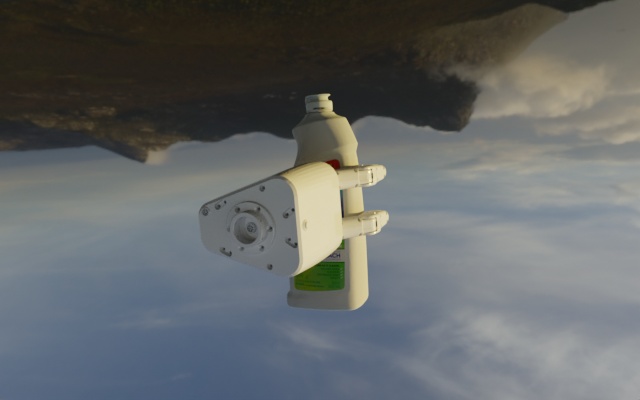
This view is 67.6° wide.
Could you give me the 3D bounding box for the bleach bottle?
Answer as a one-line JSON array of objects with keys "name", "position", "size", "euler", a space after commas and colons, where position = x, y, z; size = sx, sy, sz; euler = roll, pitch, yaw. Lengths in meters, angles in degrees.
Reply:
[{"name": "bleach bottle", "position": [0.000, 0.002, 0.575], "size": [0.102, 0.251, 0.068], "euler": [-2, 8, 22]}]
